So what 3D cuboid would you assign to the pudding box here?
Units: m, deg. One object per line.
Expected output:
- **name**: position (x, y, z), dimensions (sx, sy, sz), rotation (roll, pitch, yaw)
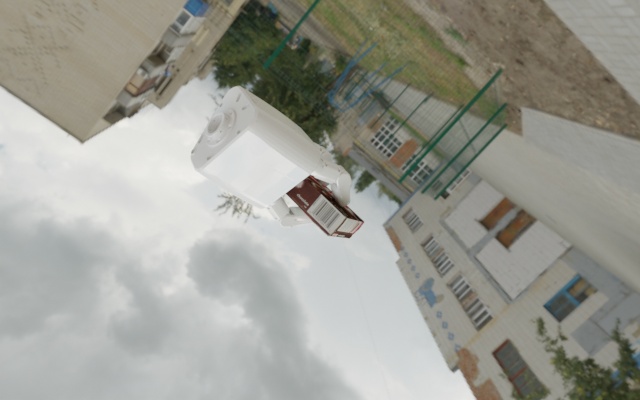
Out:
- **pudding box**: position (0.000, 0.002, 0.663), dimensions (0.113, 0.039, 0.090), rotation (46, 11, 19)
